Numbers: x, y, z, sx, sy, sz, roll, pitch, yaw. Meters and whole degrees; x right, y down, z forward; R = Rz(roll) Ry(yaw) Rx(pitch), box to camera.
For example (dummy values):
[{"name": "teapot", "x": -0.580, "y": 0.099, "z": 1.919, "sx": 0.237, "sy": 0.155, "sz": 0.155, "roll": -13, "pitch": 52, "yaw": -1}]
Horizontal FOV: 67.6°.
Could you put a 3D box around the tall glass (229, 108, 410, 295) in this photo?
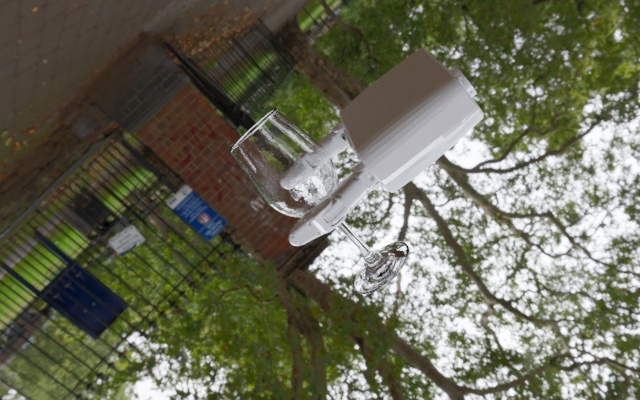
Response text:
[{"name": "tall glass", "x": 0.000, "y": 0.002, "z": 0.485, "sx": 0.201, "sy": 0.079, "sz": 0.079, "roll": 46, "pitch": -16, "yaw": -15}]
